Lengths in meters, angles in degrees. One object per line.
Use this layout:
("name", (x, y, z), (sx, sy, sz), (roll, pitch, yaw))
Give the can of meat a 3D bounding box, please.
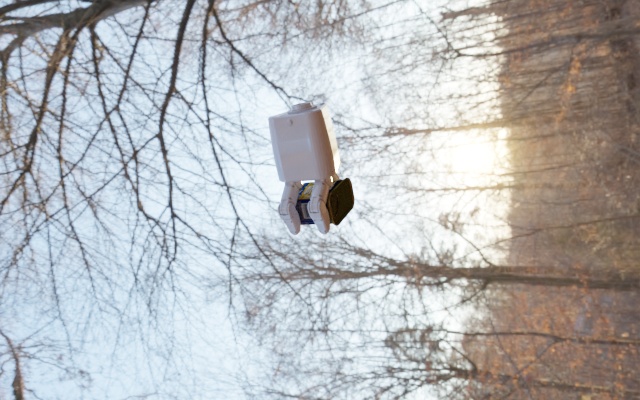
("can of meat", (0.000, 0.003, 0.805), (0.084, 0.057, 0.102), (-3, 22, 26))
